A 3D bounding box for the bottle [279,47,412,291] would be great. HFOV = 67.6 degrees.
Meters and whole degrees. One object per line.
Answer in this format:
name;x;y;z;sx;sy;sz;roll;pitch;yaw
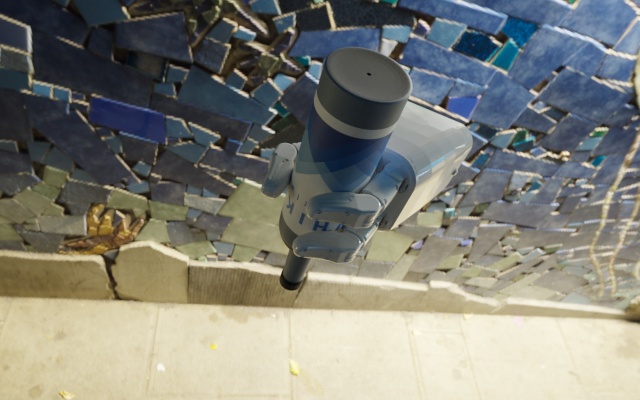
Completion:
bottle;0.000;0.001;0.451;0.069;0.069;0.296;0;-39;-18
